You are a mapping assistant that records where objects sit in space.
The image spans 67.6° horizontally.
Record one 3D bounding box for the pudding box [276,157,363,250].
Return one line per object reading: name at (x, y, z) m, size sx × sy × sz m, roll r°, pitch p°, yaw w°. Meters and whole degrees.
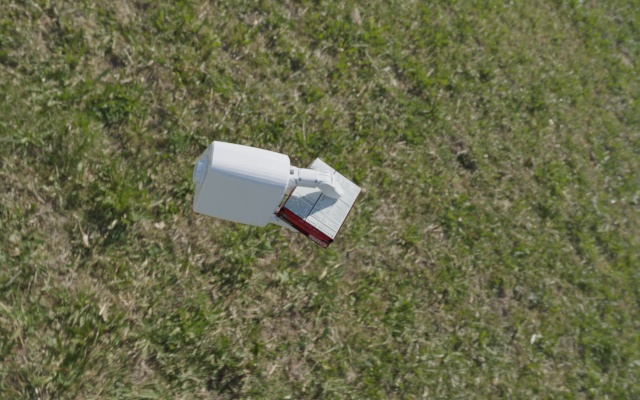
pudding box at (0.000, 0.002, 0.710) m, size 0.090 × 0.113 × 0.039 m, roll 35°, pitch -33°, yaw -5°
